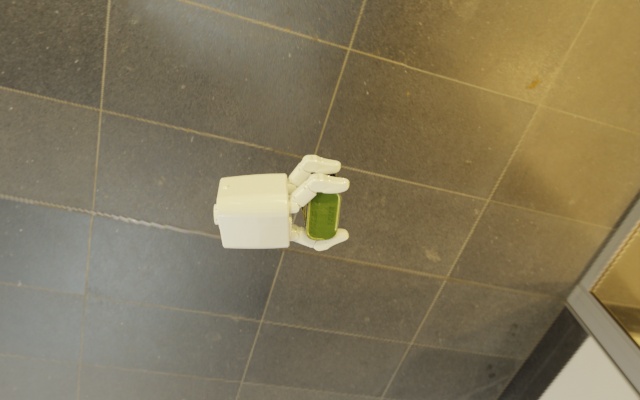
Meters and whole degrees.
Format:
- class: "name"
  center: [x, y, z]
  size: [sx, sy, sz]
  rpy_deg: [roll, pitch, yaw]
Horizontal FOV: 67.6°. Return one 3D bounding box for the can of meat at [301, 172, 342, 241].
- class: "can of meat"
  center: [0.000, 0.003, 0.773]
  size: [0.057, 0.102, 0.084]
  rpy_deg: [1, 31, -7]
